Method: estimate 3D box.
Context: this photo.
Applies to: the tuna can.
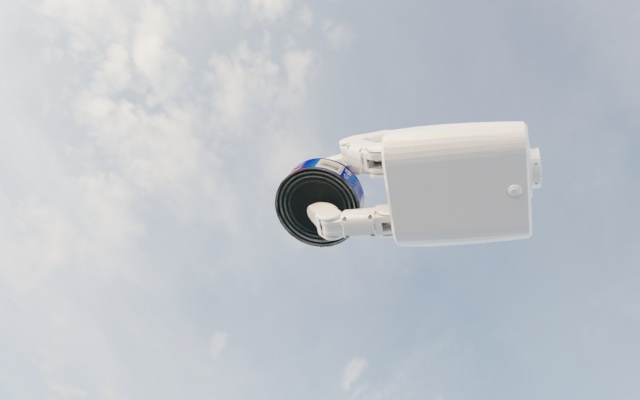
[{"bbox_3d":[0.000,0.001,0.479,0.086,0.086,0.033,0,25,16],"label":"tuna can"}]
